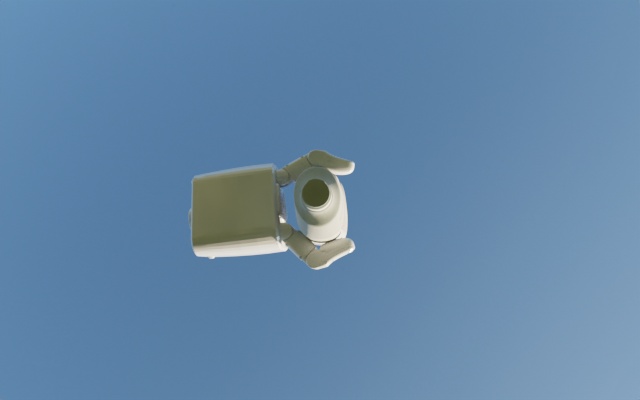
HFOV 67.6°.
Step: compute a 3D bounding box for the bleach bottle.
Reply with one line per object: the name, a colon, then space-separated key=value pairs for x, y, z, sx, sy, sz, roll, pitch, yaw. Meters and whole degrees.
bleach bottle: x=0.000 y=0.002 z=0.592 sx=0.068 sy=0.102 sz=0.251 roll=-7 pitch=-8 yaw=2
